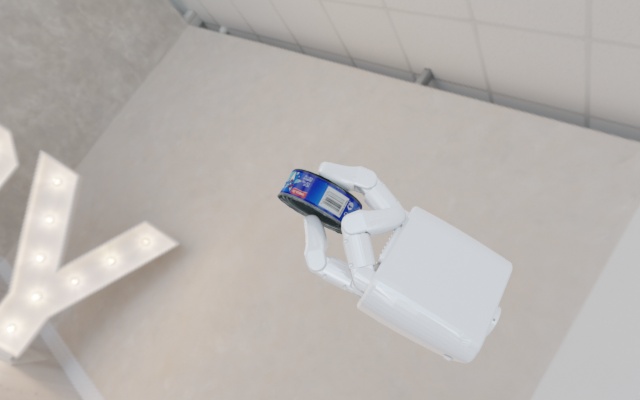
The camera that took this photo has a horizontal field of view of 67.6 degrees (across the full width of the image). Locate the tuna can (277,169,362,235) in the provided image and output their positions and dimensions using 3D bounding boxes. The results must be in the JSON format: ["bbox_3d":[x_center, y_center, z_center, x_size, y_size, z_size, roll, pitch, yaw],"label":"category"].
[{"bbox_3d":[0.000,0.001,0.502,0.086,0.033,0.086,28,-10,5],"label":"tuna can"}]
